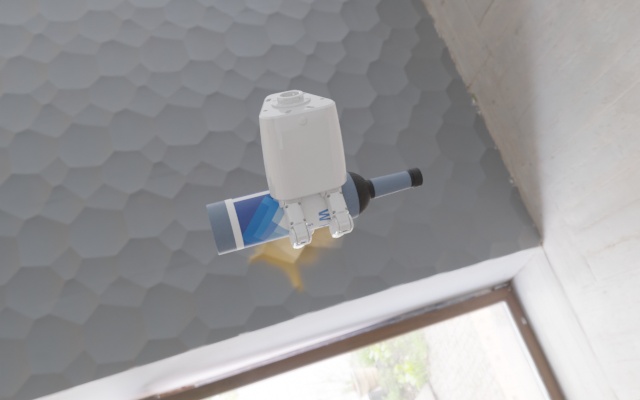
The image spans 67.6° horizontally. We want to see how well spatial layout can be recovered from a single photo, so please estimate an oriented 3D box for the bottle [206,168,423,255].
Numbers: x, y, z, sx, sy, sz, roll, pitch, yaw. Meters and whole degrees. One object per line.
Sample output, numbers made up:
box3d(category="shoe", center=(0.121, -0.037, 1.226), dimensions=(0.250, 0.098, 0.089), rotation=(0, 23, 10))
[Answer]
box3d(category="bottle", center=(0.000, 0.002, 0.644), dimensions=(0.295, 0.069, 0.069), rotation=(-14, 3, -13))
